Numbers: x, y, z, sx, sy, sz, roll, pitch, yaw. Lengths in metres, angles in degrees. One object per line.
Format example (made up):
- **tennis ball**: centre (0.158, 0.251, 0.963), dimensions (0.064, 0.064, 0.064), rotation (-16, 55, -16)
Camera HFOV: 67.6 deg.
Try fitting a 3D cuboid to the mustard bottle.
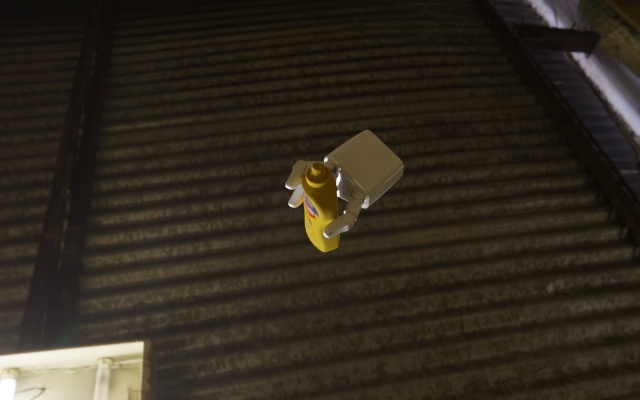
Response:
- **mustard bottle**: centre (0.000, 0.003, 0.844), dimensions (0.058, 0.096, 0.192), rotation (-17, -37, -11)
